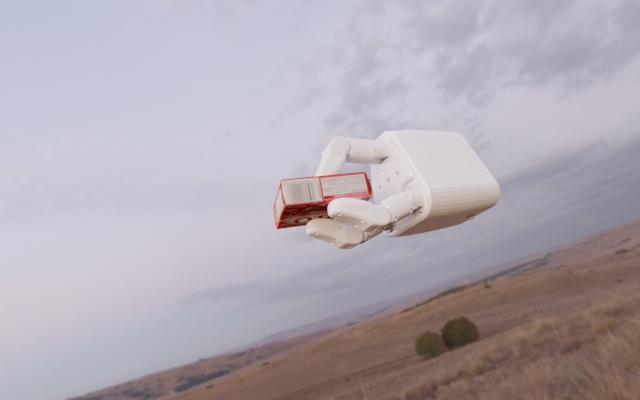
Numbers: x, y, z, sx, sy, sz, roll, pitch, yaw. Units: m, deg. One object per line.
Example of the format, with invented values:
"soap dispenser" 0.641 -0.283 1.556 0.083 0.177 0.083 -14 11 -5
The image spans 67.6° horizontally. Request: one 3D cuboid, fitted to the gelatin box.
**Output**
"gelatin box" 0.000 0.001 0.486 0.089 0.030 0.073 -6 -19 -14
